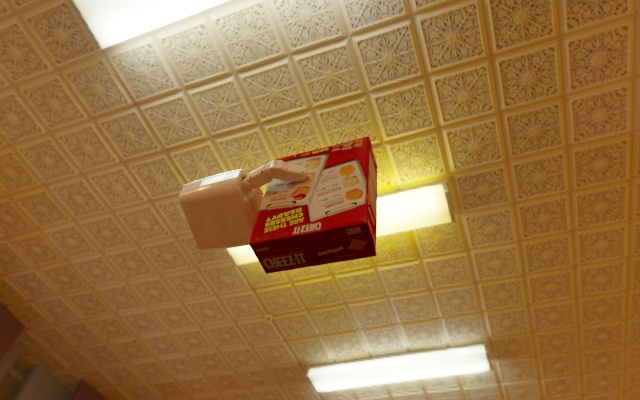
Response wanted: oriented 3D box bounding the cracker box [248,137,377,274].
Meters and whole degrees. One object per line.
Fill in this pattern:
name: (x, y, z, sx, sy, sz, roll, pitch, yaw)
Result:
cracker box: (0.000, 0.002, 0.711, 0.164, 0.072, 0.213, -12, 36, 16)
